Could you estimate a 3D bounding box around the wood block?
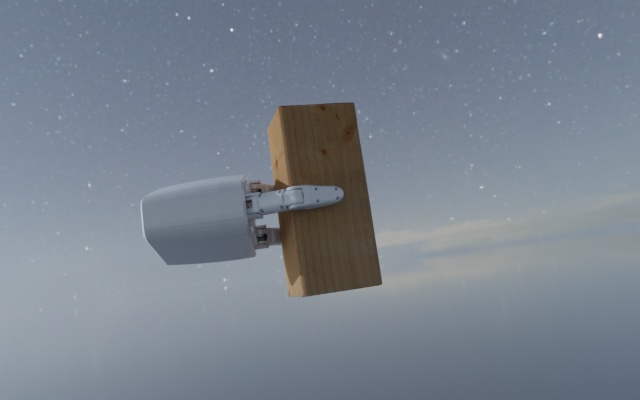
[{"bbox_3d":[0.000,0.002,0.553,0.090,0.206,0.091,-6,-8,-16],"label":"wood block"}]
